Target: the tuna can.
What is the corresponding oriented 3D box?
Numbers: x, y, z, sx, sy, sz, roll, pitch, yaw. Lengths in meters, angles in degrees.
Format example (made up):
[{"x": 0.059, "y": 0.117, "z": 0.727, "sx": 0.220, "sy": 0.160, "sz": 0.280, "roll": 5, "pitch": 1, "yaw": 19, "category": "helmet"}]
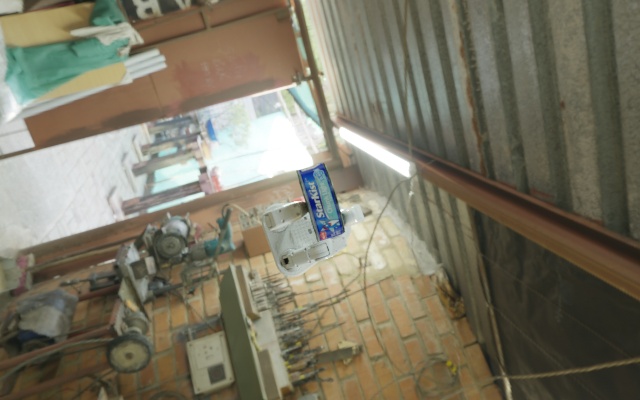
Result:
[{"x": 0.001, "y": 0.002, "z": 0.542, "sx": 0.034, "sy": 0.086, "sz": 0.086, "roll": -17, "pitch": 1, "yaw": -2, "category": "tuna can"}]
